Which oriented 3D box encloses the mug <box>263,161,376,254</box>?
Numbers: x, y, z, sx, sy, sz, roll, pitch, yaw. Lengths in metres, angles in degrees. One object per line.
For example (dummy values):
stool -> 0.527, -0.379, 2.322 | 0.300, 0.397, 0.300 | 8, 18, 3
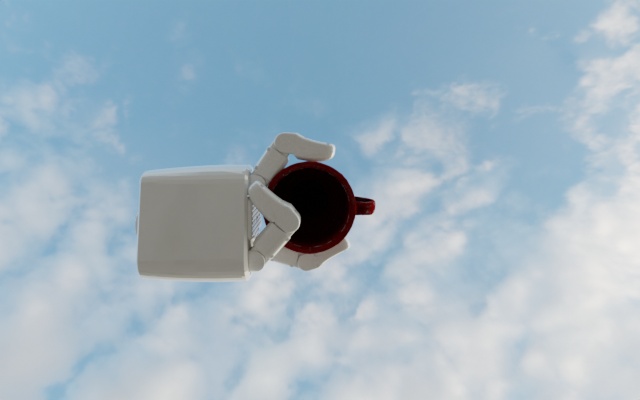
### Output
mug -> 0.002, 0.002, 0.511 | 0.117, 0.093, 0.081 | 0, 9, -1
